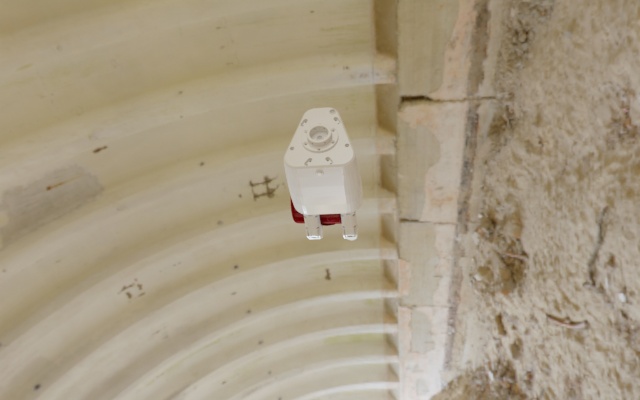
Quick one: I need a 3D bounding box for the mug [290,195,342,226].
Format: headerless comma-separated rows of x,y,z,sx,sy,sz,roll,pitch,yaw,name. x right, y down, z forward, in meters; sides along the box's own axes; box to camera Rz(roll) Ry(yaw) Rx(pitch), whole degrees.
0.000,0.003,0.765,0.081,0.093,0.117,0,-35,7,mug
